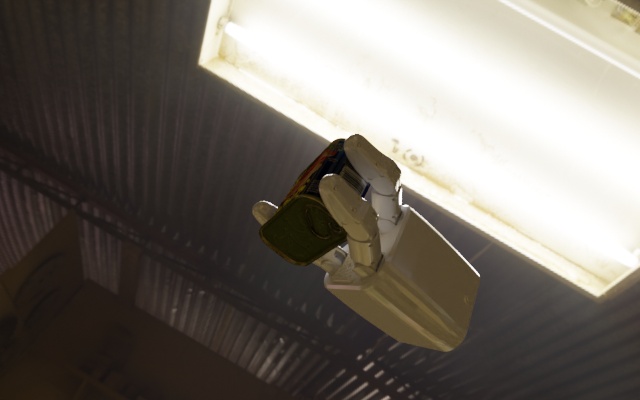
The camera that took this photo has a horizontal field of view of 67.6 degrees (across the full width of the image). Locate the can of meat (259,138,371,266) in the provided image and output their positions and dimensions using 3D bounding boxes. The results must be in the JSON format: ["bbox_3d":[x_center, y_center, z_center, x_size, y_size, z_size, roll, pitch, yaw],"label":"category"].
[{"bbox_3d":[0.000,0.001,0.438,0.057,0.084,0.102,38,-38,-10],"label":"can of meat"}]
